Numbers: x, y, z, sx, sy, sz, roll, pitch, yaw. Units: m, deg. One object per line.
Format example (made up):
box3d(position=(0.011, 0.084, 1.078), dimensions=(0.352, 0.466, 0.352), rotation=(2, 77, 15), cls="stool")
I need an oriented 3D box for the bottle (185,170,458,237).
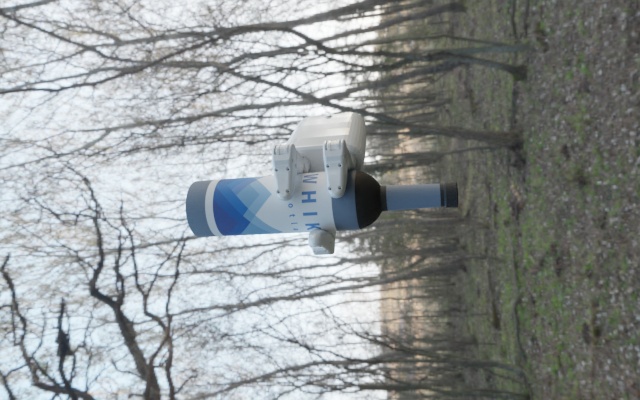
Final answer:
box3d(position=(0.000, 0.002, 0.532), dimensions=(0.296, 0.069, 0.069), rotation=(-3, -1, 12), cls="bottle")
